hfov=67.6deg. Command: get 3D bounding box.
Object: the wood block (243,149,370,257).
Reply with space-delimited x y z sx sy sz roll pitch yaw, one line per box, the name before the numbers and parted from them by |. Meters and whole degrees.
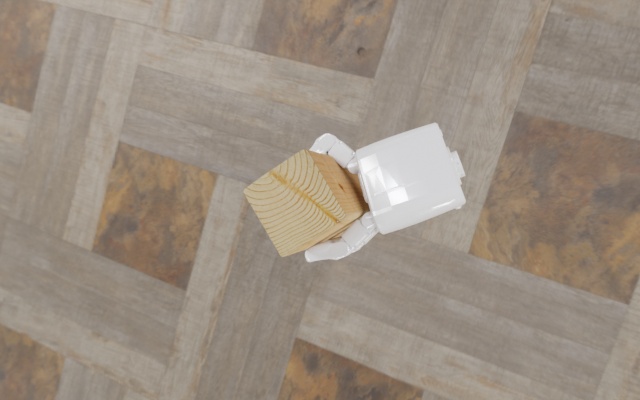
wood block | 0.000 0.002 0.614 0.090 0.091 0.206 -33 -9 15
